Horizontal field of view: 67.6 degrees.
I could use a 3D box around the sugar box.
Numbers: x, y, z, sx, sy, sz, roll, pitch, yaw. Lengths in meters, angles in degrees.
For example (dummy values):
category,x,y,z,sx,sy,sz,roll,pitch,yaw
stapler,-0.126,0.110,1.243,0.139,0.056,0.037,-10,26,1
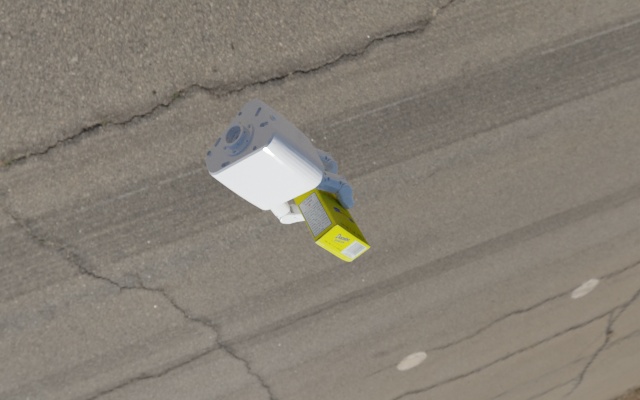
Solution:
category,x,y,z,sx,sy,sz,roll,pitch,yaw
sugar box,0.000,0.002,0.705,0.048,0.176,0.093,-38,-40,14
